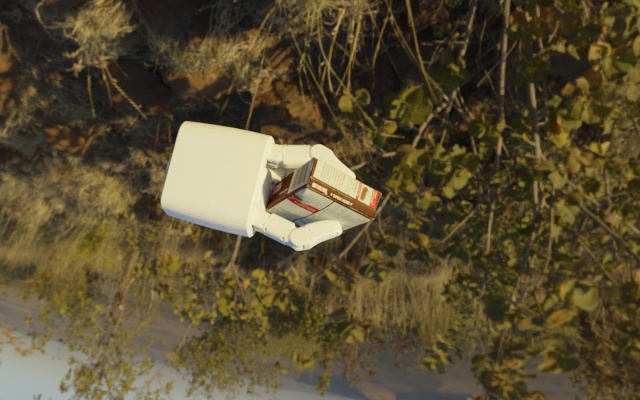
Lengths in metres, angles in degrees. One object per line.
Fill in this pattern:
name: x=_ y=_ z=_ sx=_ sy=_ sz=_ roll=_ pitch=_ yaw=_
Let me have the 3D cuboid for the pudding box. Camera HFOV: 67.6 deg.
pudding box: x=0.000 y=0.002 z=0.547 sx=0.090 sy=0.039 sz=0.113 roll=26 pitch=-24 yaw=-21
